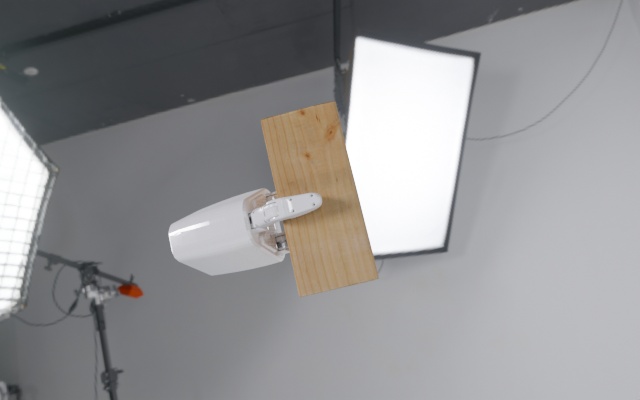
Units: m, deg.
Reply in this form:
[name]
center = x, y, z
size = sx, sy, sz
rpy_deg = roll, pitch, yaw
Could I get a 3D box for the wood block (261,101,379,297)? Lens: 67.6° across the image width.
[wood block]
center = 0.000, 0.002, 0.569
size = 0.090, 0.206, 0.091
rpy_deg = -14, -8, 2
